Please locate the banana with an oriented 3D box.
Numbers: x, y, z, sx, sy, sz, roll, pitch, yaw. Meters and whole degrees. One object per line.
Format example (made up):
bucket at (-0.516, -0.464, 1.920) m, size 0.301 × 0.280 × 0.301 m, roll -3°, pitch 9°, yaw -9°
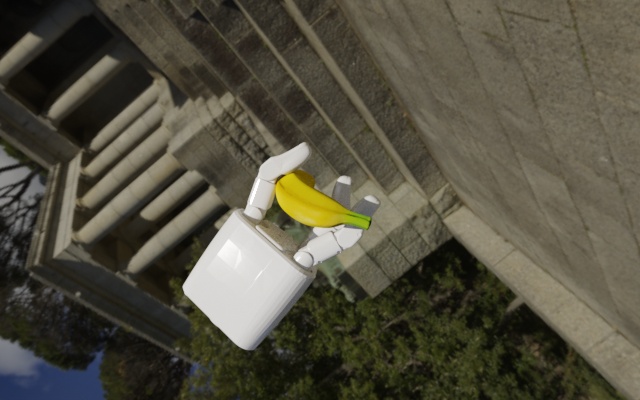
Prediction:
banana at (-0.015, -0.004, 0.506) m, size 0.069 × 0.037 × 0.197 m, roll 21°, pitch 8°, yaw -21°
